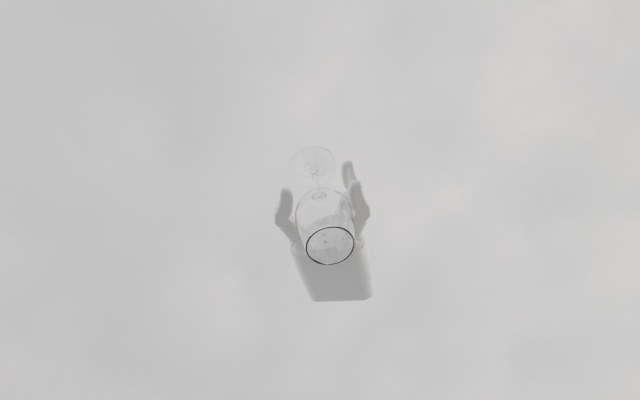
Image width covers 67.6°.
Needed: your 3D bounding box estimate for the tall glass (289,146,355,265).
[{"bbox_3d":[0.000,0.002,0.671,0.079,0.079,0.201,0,33,-8],"label":"tall glass"}]
